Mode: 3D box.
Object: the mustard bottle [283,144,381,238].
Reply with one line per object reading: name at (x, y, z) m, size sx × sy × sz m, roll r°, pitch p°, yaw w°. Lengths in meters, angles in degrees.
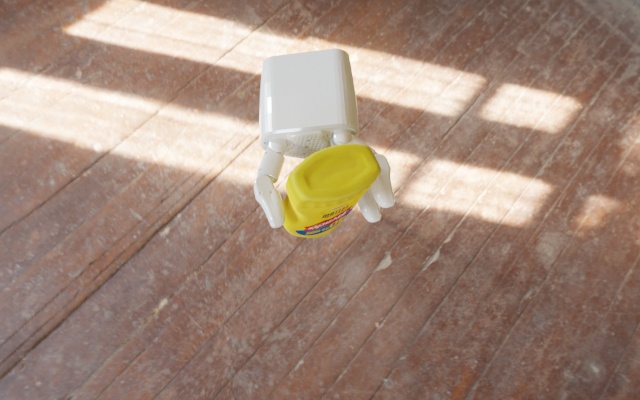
mustard bottle at (0.000, 0.002, 0.561) m, size 0.096 × 0.058 × 0.192 m, roll -23°, pitch -13°, yaw -17°
